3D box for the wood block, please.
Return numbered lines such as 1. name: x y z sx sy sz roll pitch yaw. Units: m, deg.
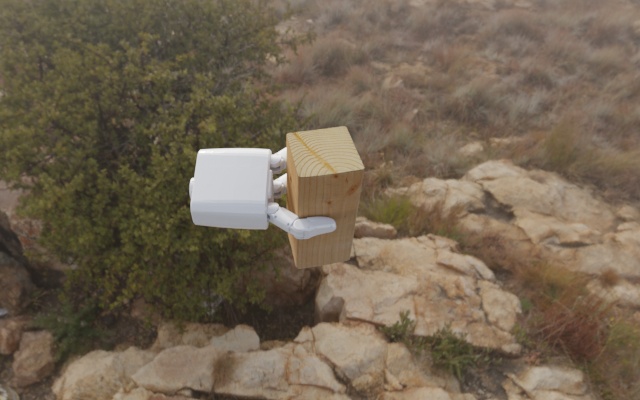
1. wood block: 0.000 0.003 0.714 0.090 0.090 0.206 -8 -41 -11
